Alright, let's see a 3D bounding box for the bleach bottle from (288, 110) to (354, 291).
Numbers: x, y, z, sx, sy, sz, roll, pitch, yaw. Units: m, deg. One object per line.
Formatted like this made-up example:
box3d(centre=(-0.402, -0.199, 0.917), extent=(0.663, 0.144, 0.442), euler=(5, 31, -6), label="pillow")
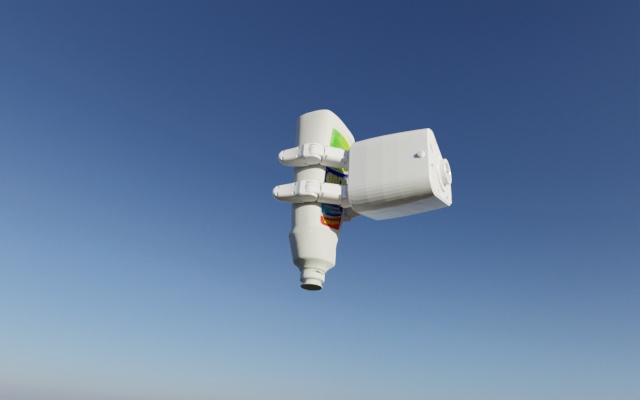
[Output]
box3d(centre=(0.000, 0.002, 0.663), extent=(0.068, 0.250, 0.103), euler=(-11, -31, 25), label="bleach bottle")
